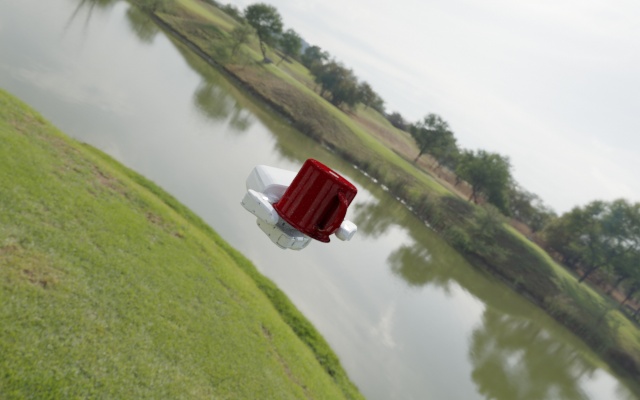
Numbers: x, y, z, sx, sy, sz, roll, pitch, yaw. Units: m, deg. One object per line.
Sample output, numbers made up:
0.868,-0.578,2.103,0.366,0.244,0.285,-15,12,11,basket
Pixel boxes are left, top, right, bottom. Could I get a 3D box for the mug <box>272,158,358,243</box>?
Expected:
0.001,0.002,0.625,0.093,0.081,0.117,29,10,-30,mug
